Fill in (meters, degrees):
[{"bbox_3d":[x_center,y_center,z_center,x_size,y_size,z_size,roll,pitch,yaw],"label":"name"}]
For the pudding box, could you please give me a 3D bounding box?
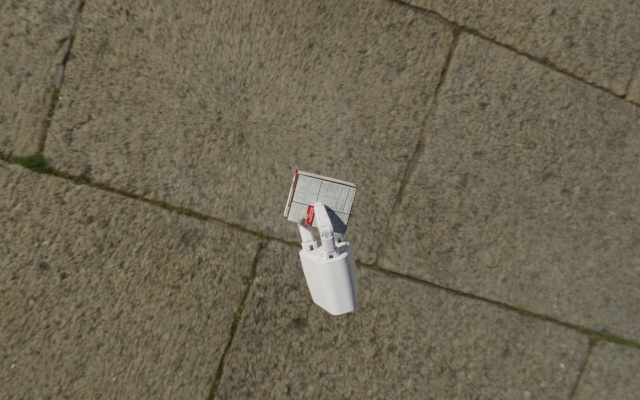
[{"bbox_3d":[0.000,0.003,0.842,0.113,0.090,0.039,13,9,-13],"label":"pudding box"}]
